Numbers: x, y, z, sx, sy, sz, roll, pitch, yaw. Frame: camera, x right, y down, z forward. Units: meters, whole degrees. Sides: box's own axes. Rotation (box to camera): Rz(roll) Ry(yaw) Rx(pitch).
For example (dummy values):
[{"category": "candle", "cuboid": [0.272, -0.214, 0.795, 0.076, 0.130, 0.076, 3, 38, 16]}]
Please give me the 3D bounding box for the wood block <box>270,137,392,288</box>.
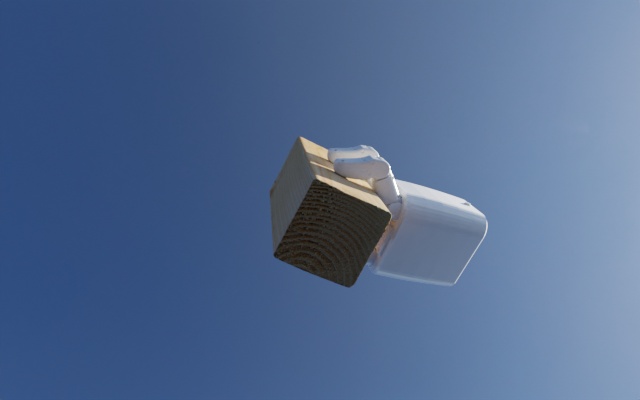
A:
[{"category": "wood block", "cuboid": [0.000, 0.002, 0.555, 0.090, 0.091, 0.206, 24, 14, -14]}]
